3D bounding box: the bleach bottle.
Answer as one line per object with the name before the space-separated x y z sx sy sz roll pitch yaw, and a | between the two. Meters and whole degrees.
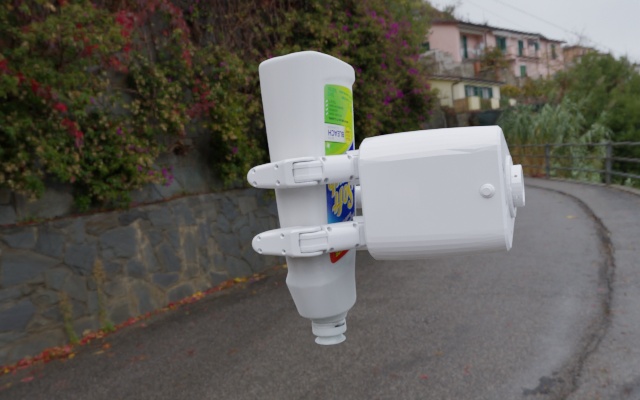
bleach bottle | 0.000 0.001 0.438 0.068 0.251 0.102 -5 2 26
